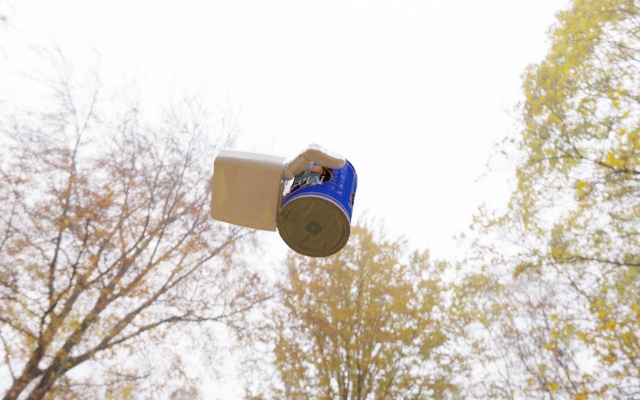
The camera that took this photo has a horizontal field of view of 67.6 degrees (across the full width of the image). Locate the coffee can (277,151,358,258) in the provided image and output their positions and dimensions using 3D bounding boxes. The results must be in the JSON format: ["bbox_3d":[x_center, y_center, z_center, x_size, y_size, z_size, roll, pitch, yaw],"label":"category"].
[{"bbox_3d":[0.000,0.002,0.713,0.103,0.103,0.140,0,32,10],"label":"coffee can"}]
